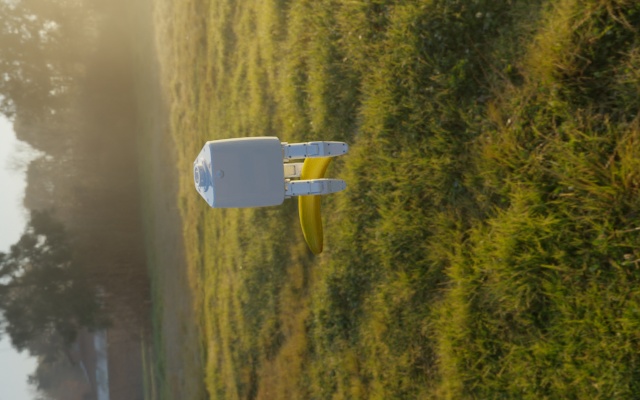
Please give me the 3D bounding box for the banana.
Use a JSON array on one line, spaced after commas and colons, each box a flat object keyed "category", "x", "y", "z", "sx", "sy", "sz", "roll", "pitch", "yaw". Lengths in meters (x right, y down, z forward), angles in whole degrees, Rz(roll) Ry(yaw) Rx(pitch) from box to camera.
[{"category": "banana", "x": -0.009, "y": -0.009, "z": 0.774, "sx": 0.037, "sy": 0.198, "sz": 0.069, "roll": -7, "pitch": 30, "yaw": -31}]
